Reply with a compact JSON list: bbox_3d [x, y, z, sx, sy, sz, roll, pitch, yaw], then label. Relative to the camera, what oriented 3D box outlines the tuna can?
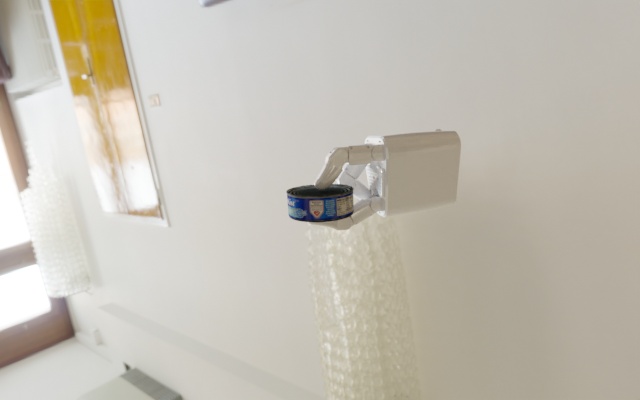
[{"bbox_3d":[0.000,0.003,0.610,0.086,0.034,0.086,-3,12,1],"label":"tuna can"}]
